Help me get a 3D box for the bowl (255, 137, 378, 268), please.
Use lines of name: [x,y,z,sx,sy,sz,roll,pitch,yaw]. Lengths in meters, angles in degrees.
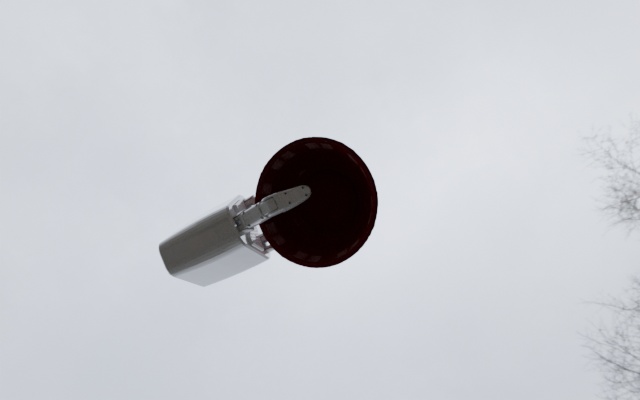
bowl: [0.001,0.002,0.607,0.162,0.162,0.055,0,1,21]
